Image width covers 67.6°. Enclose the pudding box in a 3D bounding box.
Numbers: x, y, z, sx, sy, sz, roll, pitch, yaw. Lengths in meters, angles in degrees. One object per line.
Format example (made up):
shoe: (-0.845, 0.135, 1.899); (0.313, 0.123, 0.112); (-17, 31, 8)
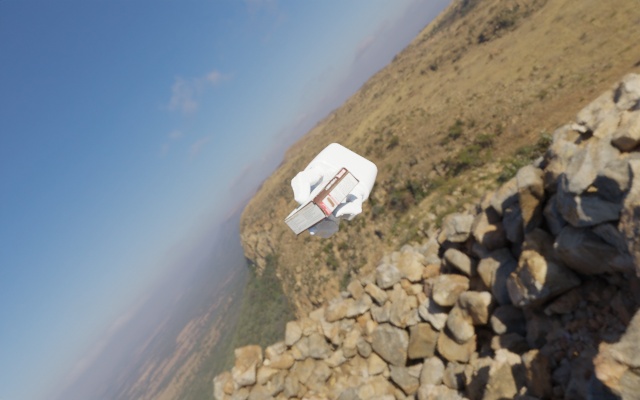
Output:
pudding box: (0.000, 0.002, 0.757); (0.090, 0.039, 0.113); (-48, 5, -32)
